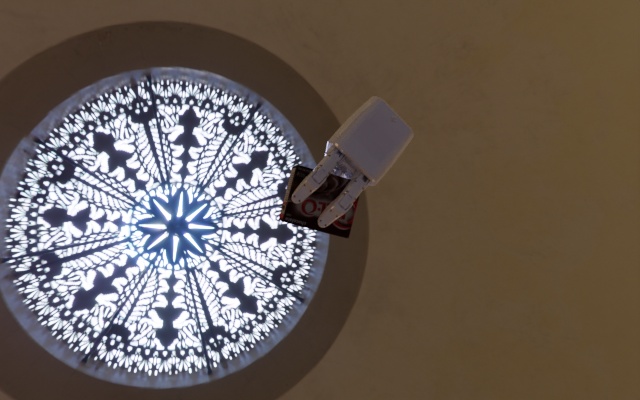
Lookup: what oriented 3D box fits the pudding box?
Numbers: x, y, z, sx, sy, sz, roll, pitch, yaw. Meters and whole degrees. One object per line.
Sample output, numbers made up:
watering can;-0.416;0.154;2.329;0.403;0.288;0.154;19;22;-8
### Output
pudding box;0.000;0.002;0.740;0.113;0.090;0.039;15;-3;-14
